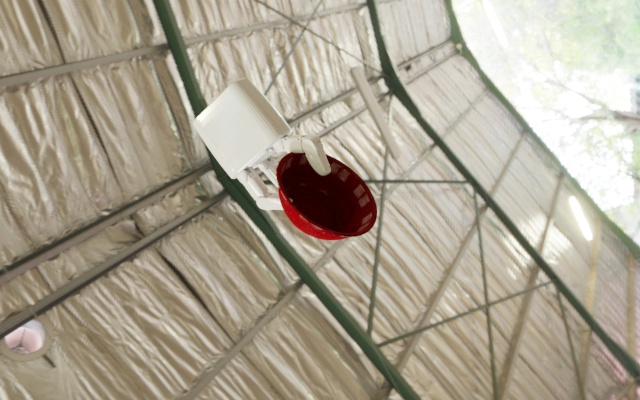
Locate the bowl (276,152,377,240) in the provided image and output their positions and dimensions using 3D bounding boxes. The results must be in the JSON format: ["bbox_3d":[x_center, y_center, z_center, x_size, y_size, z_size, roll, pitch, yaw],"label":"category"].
[{"bbox_3d":[0.001,0.004,0.689,0.162,0.162,0.055,0,-40,-37],"label":"bowl"}]
